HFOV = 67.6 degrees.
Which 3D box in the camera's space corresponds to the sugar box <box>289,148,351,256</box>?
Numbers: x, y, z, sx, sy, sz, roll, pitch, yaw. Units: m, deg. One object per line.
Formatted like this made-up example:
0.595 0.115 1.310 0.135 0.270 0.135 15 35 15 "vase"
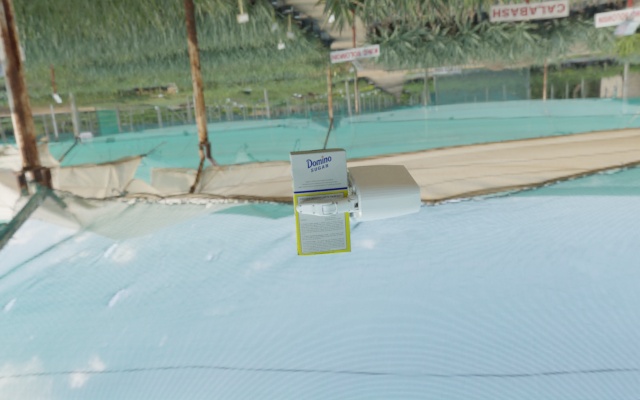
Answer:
0.000 0.003 0.807 0.093 0.176 0.048 -4 12 -5 "sugar box"
